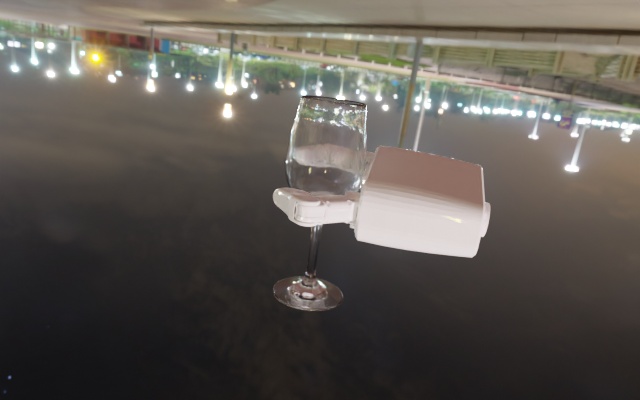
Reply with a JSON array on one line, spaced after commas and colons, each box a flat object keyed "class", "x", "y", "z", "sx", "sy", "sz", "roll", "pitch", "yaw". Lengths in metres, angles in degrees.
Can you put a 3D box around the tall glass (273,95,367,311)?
[{"class": "tall glass", "x": 0.000, "y": 0.002, "z": 0.470, "sx": 0.079, "sy": 0.201, "sz": 0.079, "roll": 7, "pitch": 15, "yaw": -2}]
